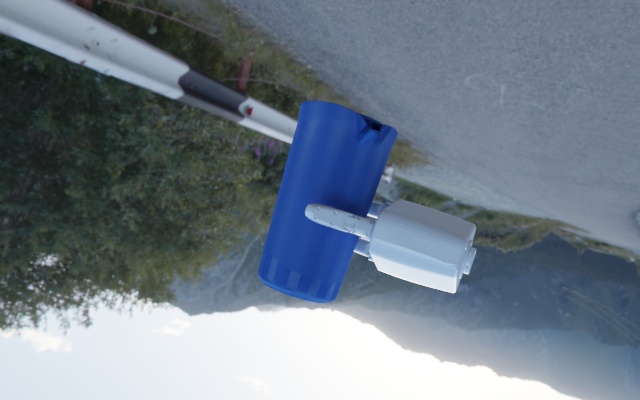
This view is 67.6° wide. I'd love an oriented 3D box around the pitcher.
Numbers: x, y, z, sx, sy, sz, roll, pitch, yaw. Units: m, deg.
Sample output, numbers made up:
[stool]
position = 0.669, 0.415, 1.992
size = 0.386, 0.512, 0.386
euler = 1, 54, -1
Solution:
[pitcher]
position = 0.000, 0.002, 0.635
size = 0.145, 0.243, 0.149
euler = 17, -3, 21
